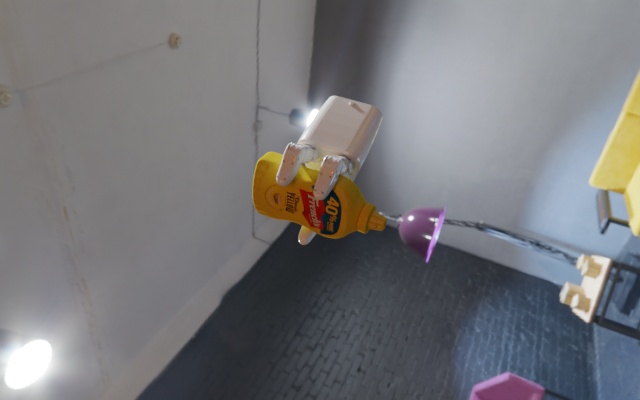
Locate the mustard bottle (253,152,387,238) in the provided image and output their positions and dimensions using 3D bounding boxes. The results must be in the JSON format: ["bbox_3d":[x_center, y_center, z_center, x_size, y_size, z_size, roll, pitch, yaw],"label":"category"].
[{"bbox_3d":[0.000,0.002,0.666,0.191,0.096,0.058,19,34,17],"label":"mustard bottle"}]
